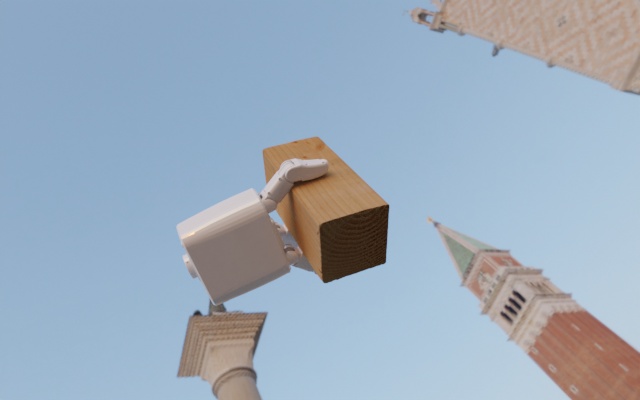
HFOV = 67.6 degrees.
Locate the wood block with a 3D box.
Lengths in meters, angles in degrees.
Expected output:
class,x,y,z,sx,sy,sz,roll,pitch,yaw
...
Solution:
class,x,y,z,sx,sy,sz,roll,pitch,yaw
wood block,0.000,0.002,0.633,0.090,0.091,0.206,-15,35,-18
